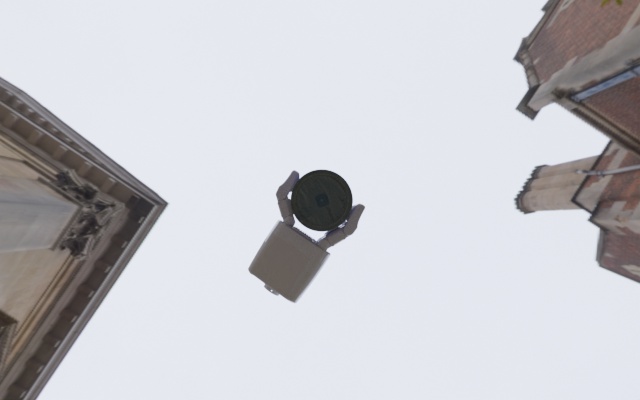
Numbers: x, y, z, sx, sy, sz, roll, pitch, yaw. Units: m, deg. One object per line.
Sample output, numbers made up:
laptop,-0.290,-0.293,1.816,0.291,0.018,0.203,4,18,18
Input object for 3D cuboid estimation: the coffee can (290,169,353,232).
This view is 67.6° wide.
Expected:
coffee can,0.000,0.003,0.850,0.103,0.103,0.140,0,-2,-2
